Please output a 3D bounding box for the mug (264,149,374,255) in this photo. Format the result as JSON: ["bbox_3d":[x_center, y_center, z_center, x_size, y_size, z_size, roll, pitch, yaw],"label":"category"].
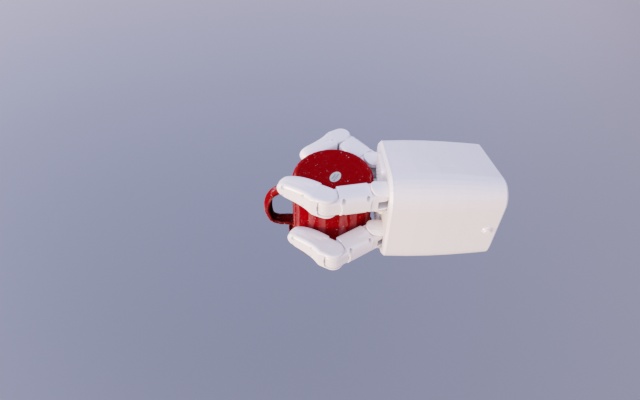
[{"bbox_3d":[-0.001,0.001,0.496,0.117,0.093,0.082,0,-43,0],"label":"mug"}]
